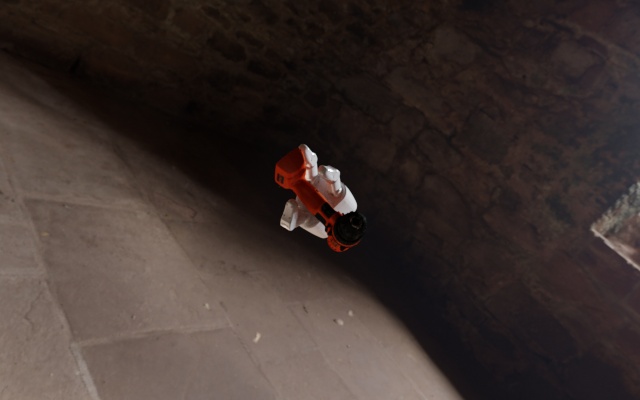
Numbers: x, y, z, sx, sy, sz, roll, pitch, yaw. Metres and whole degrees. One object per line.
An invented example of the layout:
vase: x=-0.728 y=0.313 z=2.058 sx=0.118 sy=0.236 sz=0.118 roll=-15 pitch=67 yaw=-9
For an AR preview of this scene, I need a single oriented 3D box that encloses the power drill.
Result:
power drill: x=0.000 y=0.002 z=0.811 sx=0.057 sy=0.187 sz=0.184 roll=-37 pitch=-7 yaw=-15
